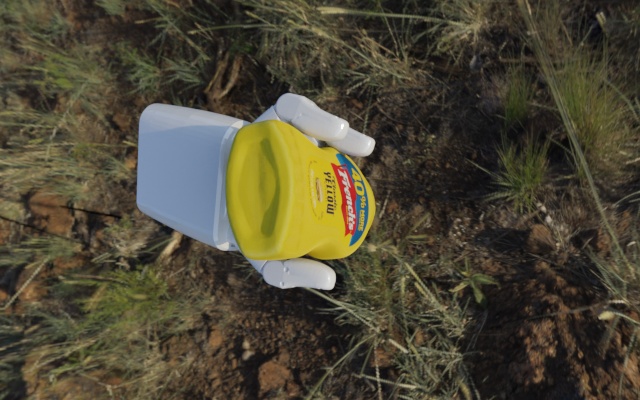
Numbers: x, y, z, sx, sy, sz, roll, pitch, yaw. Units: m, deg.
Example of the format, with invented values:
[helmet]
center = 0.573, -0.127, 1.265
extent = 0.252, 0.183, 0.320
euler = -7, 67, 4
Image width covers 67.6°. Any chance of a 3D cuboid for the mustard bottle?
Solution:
[mustard bottle]
center = 0.000, 0.001, 0.401
extent = 0.058, 0.096, 0.191
euler = -10, -10, 26
